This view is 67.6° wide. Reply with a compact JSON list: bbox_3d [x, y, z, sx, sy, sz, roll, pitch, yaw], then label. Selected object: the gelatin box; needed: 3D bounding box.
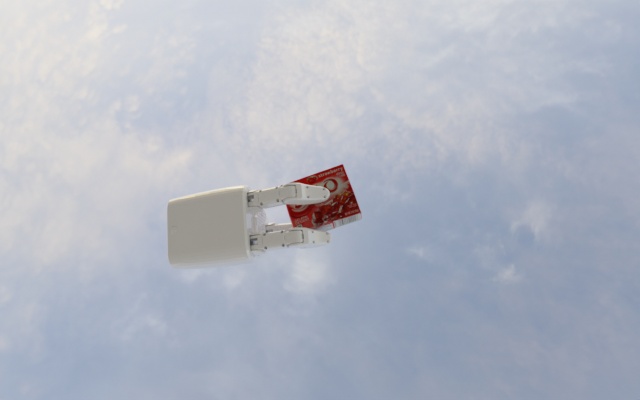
[{"bbox_3d":[0.000,0.002,0.618,0.089,0.073,0.030,-18,-23,-1],"label":"gelatin box"}]
